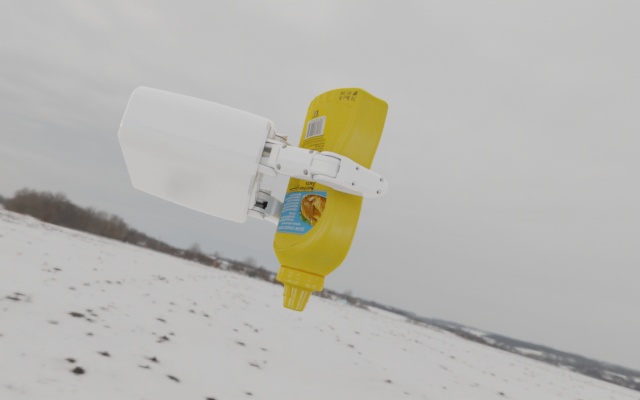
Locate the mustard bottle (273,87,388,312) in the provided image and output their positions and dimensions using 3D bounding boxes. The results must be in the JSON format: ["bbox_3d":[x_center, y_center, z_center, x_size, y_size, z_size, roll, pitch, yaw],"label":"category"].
[{"bbox_3d":[0.000,0.001,0.422,0.058,0.191,0.096,21,-11,-29],"label":"mustard bottle"}]
